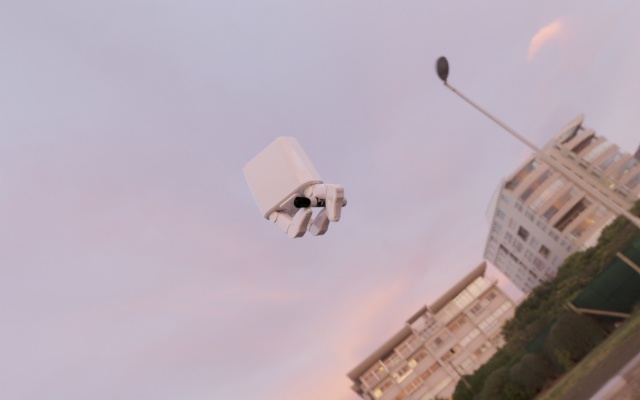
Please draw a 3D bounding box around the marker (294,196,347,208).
[{"bbox_3d":[0.000,0.003,0.789,0.020,0.020,0.121,0,0,41],"label":"marker"}]
